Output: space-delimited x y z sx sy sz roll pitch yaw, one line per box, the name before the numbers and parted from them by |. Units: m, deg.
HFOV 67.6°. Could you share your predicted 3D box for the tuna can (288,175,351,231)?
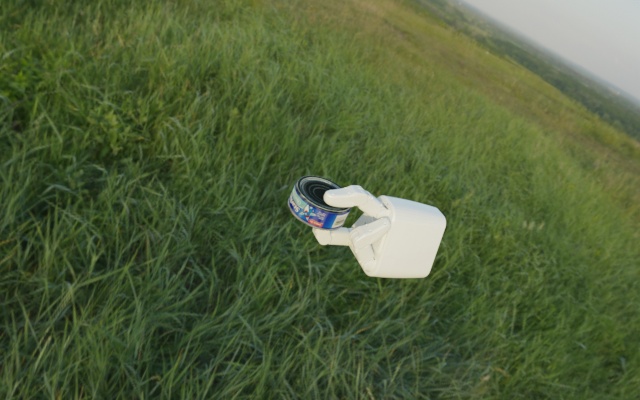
tuna can | 0.000 0.002 0.666 0.086 0.034 0.086 18 31 -11
